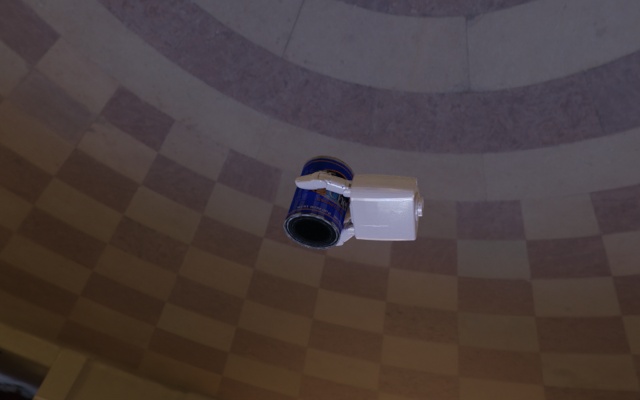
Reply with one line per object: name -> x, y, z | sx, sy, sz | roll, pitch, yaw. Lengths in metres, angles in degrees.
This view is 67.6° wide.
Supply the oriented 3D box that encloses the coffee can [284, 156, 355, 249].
coffee can -> 0.000, 0.003, 0.873 | 0.103, 0.140, 0.103 | 10, -38, 8
